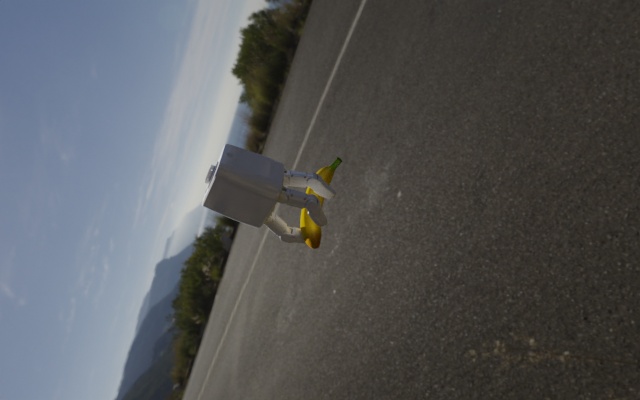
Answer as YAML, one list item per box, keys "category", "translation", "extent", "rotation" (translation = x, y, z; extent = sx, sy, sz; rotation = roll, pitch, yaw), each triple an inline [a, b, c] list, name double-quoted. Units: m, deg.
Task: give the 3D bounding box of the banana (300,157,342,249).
- category: "banana"
  translation: [-0.008, 0.008, 0.861]
  extent: [0.037, 0.197, 0.070]
  rotation: [26, -35, -17]
